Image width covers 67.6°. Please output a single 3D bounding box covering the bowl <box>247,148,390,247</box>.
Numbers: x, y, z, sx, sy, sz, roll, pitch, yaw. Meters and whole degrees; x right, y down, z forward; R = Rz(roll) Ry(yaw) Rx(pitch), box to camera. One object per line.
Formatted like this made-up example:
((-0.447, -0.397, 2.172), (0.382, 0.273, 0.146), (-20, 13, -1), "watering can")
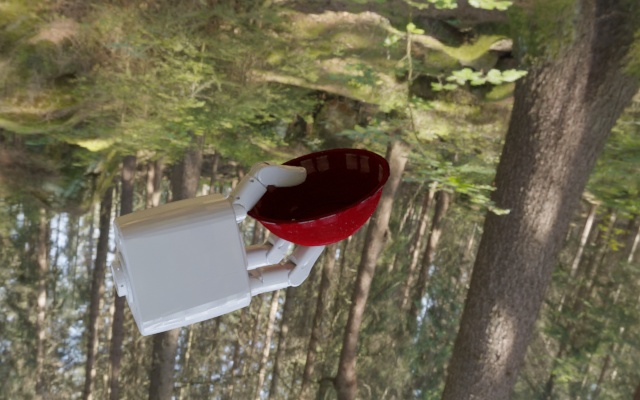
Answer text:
((0.001, 0.002, 0.522), (0.162, 0.055, 0.162), (-13, 28, 7), "bowl")
